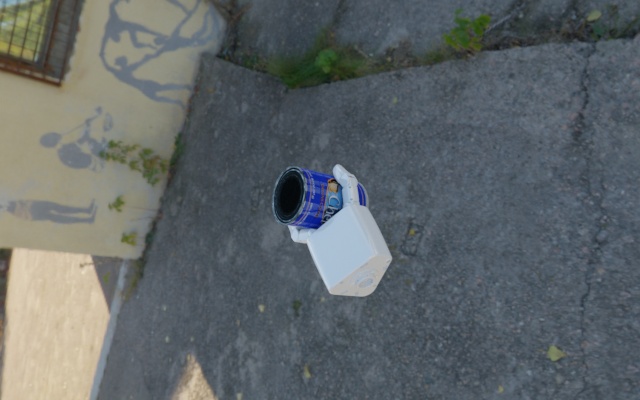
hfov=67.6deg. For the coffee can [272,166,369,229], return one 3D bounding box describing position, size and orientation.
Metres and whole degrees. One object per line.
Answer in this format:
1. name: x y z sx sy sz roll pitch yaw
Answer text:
1. coffee can: 0.000 0.003 0.847 0.140 0.103 0.103 12 -7 -36
